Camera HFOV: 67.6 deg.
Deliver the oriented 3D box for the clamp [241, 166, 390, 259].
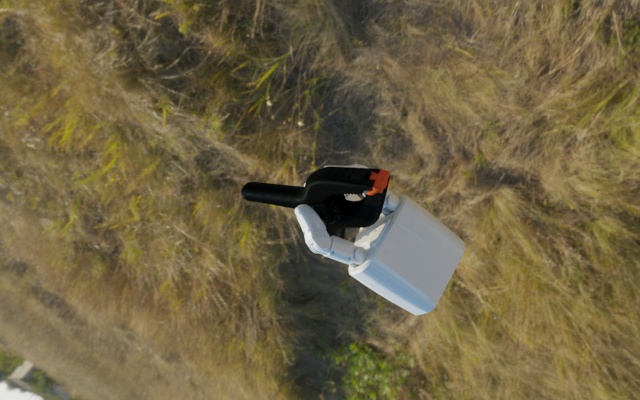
[{"bbox_3d":[0.000,0.002,0.572,0.164,0.036,0.210,32,-31,-13],"label":"clamp"}]
